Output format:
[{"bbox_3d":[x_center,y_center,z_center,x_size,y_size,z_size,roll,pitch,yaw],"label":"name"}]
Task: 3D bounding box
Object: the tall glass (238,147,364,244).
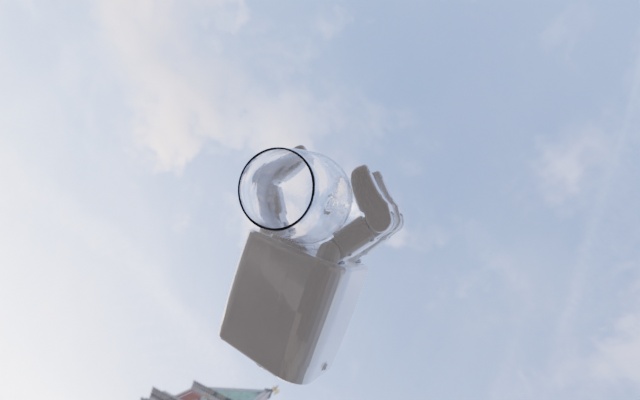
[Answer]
[{"bbox_3d":[0.000,0.001,0.438,0.079,0.079,0.201,0,-6,20],"label":"tall glass"}]
